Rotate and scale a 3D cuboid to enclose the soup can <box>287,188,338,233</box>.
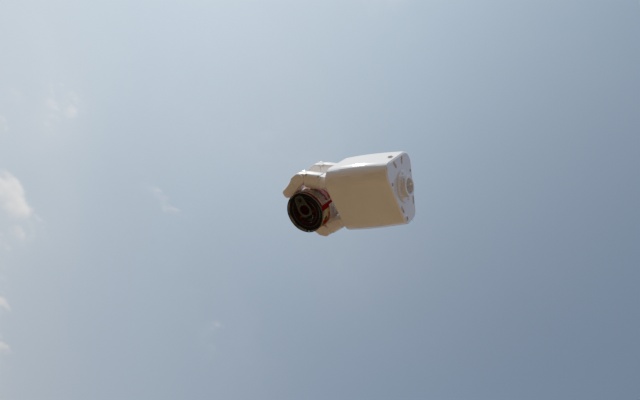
[{"bbox_3d":[0.000,0.003,0.800,0.068,0.068,0.102,0,20,33],"label":"soup can"}]
